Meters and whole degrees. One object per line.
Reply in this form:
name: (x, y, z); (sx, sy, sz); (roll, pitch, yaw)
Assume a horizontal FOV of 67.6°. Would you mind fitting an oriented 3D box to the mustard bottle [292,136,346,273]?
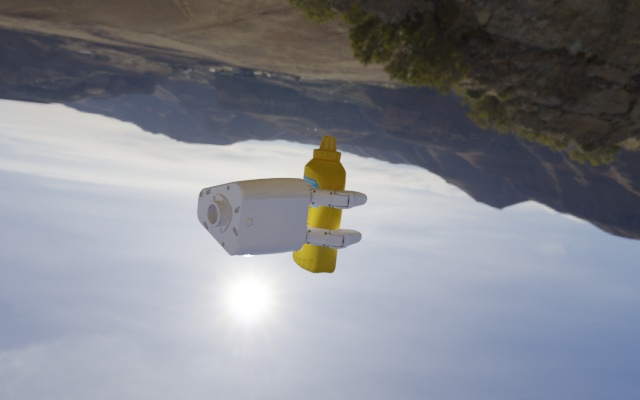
mustard bottle: (0.000, 0.003, 0.695); (0.058, 0.191, 0.096); (3, 10, -20)
